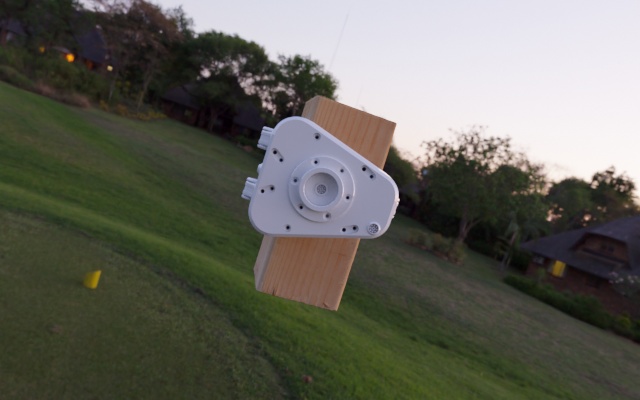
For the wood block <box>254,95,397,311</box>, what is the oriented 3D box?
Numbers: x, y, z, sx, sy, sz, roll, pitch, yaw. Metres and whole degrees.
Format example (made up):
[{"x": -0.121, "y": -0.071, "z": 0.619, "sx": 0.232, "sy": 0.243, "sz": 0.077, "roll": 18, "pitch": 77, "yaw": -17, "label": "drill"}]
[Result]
[{"x": 0.000, "y": 0.002, "z": 0.526, "sx": 0.091, "sy": 0.206, "sz": 0.090, "roll": 17, "pitch": 3, "yaw": -11, "label": "wood block"}]
